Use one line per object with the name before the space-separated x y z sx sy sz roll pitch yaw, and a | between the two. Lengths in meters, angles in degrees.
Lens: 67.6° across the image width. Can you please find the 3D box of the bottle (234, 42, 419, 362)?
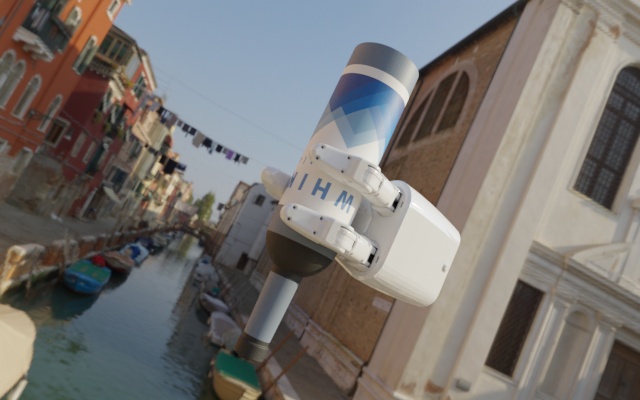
bottle | 0.000 0.001 0.431 0.069 0.295 0.069 25 -9 4
